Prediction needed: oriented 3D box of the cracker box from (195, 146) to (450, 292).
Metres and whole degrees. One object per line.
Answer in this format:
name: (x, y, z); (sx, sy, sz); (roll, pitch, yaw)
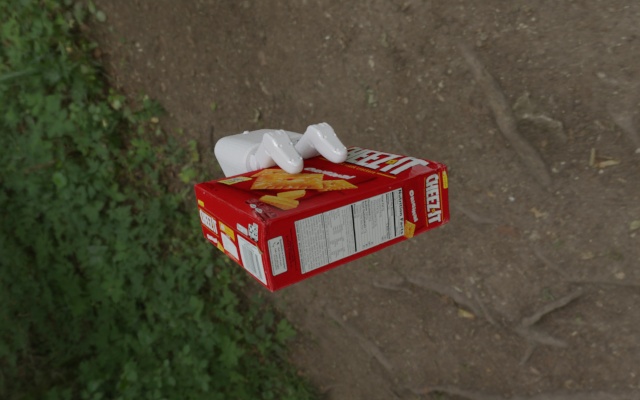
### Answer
cracker box: (0.000, 0.002, 0.500); (0.213, 0.072, 0.164); (-17, 22, -29)
